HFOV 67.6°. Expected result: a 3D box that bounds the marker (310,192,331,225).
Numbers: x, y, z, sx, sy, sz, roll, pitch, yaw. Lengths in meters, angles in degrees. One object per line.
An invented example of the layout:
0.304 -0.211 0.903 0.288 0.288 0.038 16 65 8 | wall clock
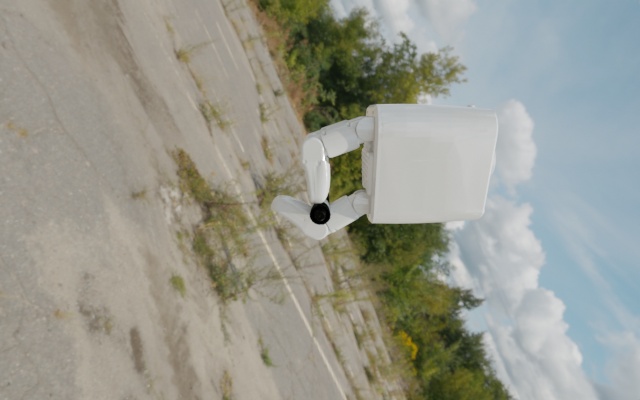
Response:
0.000 0.002 0.476 0.020 0.020 0.121 0 12 0 | marker
